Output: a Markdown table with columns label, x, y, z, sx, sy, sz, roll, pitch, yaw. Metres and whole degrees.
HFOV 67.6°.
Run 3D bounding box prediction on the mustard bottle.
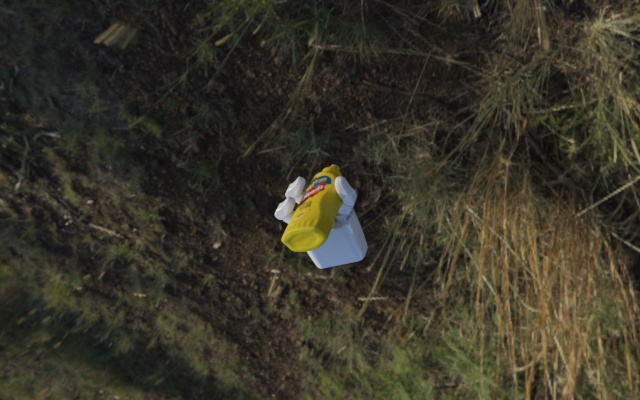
| label | x | y | z | sx | sy | sz | roll | pitch | yaw |
| --- | --- | --- | --- | --- | --- | --- | --- | --- | --- |
| mustard bottle | 0.000 | 0.003 | 0.876 | 0.058 | 0.191 | 0.096 | 43 | -43 | -21 |
